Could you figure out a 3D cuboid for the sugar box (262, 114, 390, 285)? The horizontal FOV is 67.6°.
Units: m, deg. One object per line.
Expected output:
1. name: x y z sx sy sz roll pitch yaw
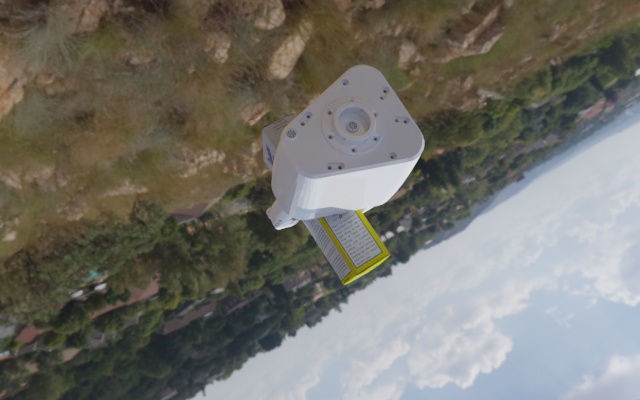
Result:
1. sugar box: 0.001 0.001 0.507 0.048 0.176 0.093 -28 -12 -13
